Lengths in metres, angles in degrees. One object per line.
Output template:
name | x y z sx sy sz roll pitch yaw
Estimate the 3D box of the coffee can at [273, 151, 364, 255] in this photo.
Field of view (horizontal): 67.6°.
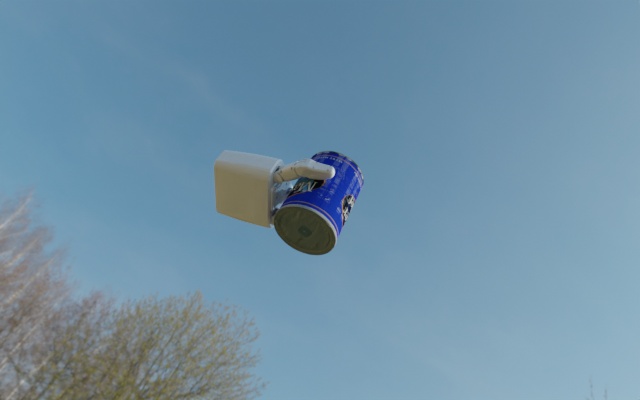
coffee can | 0.000 0.003 0.767 0.103 0.103 0.140 0 41 29
